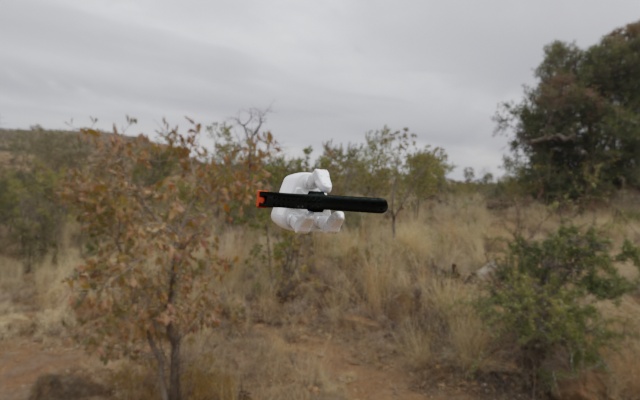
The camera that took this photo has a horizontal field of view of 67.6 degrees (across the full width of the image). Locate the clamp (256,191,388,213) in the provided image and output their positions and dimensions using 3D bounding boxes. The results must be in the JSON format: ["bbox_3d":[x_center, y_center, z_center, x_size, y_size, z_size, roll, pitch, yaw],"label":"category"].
[{"bbox_3d":[0.000,0.002,0.807,0.210,0.036,0.164,3,0,-20],"label":"clamp"}]
